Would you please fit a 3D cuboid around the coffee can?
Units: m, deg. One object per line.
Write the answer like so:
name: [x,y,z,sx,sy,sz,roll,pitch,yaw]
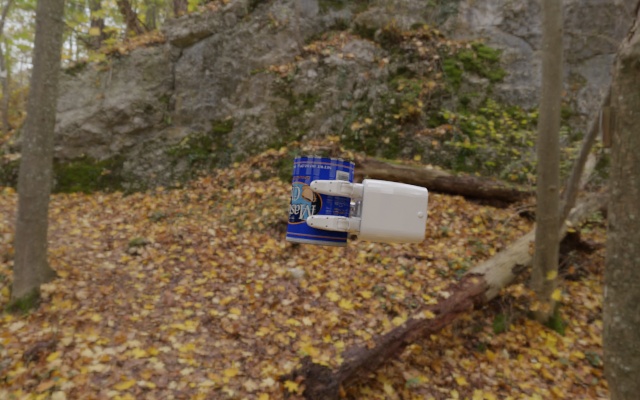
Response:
coffee can: [0.000,0.003,0.795,0.103,0.140,0.103,6,-3,0]
